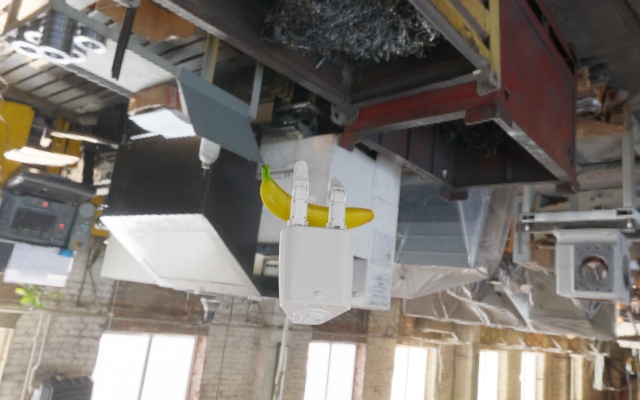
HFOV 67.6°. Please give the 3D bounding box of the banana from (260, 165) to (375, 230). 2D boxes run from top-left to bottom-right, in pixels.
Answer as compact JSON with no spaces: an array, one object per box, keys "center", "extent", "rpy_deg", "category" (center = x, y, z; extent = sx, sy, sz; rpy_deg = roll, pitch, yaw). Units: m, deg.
[{"center":[-0.013,0.013,0.717],"extent":[0.198,0.037,0.070],"rpy_deg":[22,-52,-25],"category":"banana"}]
